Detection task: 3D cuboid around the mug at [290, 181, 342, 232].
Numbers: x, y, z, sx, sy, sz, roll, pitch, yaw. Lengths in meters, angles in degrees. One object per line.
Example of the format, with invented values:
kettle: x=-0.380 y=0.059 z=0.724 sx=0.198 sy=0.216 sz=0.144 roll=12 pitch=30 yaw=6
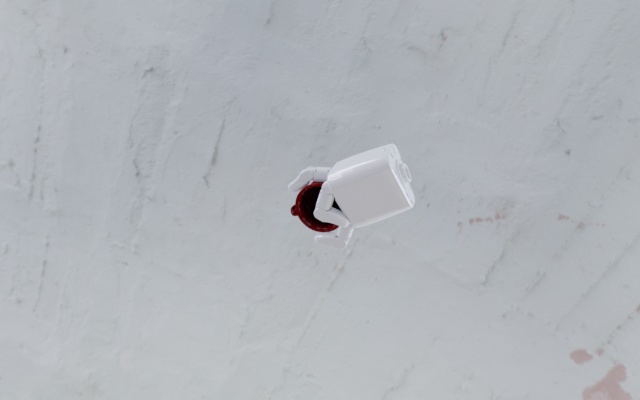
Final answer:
mug: x=-0.001 y=0.003 z=0.873 sx=0.117 sy=0.093 sz=0.081 roll=-19 pitch=15 yaw=23
